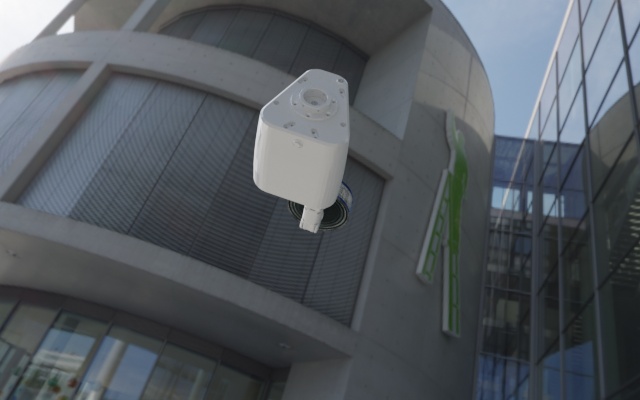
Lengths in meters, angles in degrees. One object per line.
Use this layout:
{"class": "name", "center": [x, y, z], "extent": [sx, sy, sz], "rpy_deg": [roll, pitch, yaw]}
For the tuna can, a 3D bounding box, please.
{"class": "tuna can", "center": [0.000, 0.002, 0.646], "extent": [0.086, 0.033, 0.086], "rpy_deg": [11, -39, 9]}
